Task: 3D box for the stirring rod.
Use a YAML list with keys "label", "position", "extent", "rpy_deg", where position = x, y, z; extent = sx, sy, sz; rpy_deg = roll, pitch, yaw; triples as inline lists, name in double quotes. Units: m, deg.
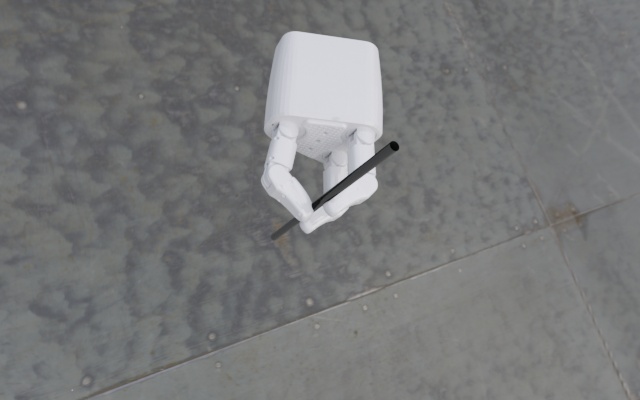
- label: "stirring rod"
  position: [0.000, 0.001, 0.438]
  extent: [0.011, 0.011, 0.239]
  rpy_deg: [0, -19, -27]
